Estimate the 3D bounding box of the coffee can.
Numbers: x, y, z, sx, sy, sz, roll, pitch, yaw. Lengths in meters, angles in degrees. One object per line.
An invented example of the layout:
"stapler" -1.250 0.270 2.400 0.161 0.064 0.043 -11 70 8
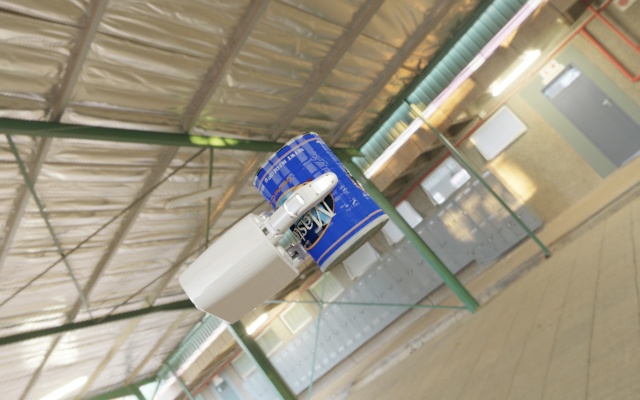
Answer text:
"coffee can" 0.000 0.002 0.584 0.103 0.140 0.103 -38 -12 -9
